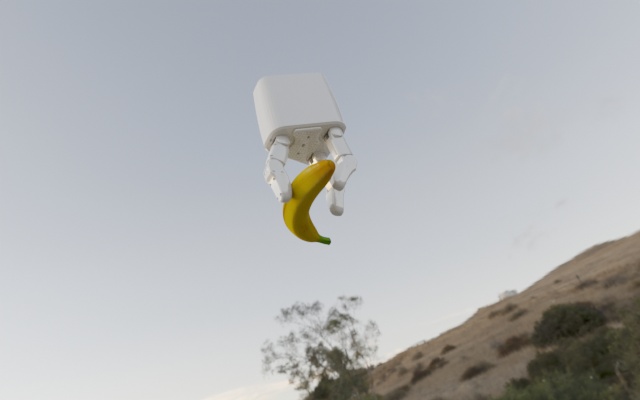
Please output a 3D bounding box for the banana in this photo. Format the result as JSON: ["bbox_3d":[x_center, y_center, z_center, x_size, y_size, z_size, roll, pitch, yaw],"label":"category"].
[{"bbox_3d":[-0.018,0.007,0.654,0.069,0.037,0.198,-9,-32,-6],"label":"banana"}]
